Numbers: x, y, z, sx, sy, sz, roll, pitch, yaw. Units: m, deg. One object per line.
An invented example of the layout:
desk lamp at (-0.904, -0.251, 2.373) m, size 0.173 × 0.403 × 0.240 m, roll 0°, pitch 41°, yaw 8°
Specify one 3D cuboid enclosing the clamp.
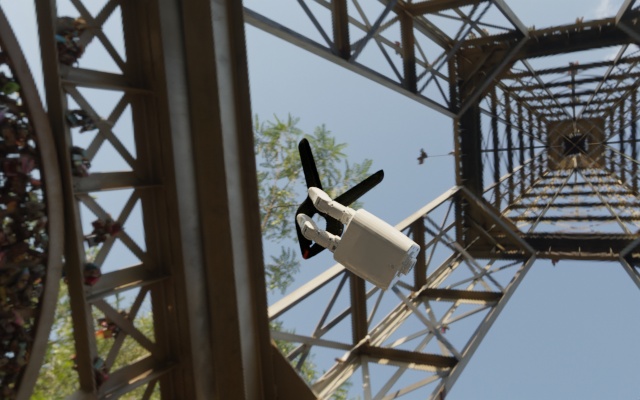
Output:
clamp at (0.000, 0.003, 0.844) m, size 0.164 × 0.210 × 0.036 m, roll 32°, pitch 20°, yaw 20°
